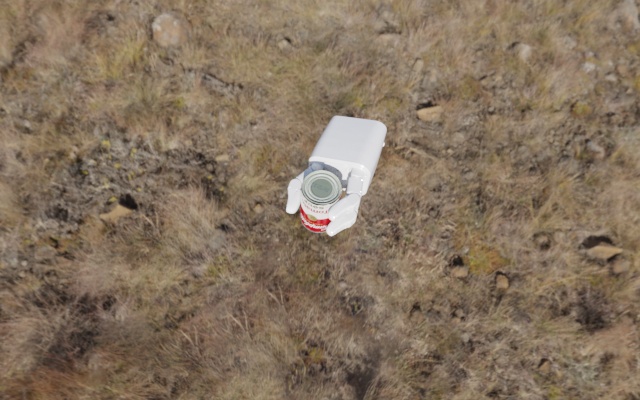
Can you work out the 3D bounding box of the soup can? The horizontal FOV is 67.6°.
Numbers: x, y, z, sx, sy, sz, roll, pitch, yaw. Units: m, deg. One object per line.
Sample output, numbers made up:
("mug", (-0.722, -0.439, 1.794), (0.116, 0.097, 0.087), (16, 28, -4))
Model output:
("soup can", (0.000, 0.003, 0.805), (0.068, 0.068, 0.102), (0, -29, -3))
